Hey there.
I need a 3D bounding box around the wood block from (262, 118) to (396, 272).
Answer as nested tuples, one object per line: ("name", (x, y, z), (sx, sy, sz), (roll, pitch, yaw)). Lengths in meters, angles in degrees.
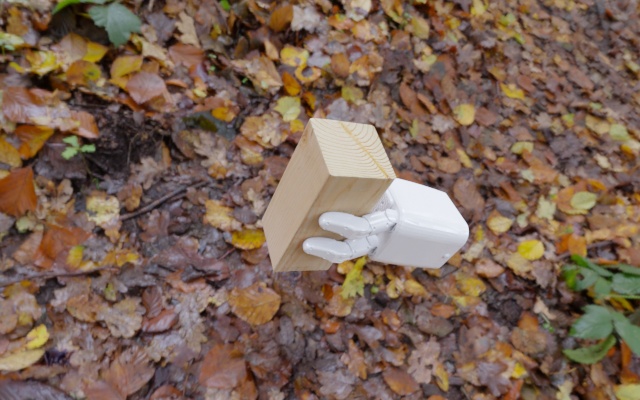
("wood block", (0.000, 0.002, 0.623), (0.090, 0.090, 0.206), (2, -38, -26))
